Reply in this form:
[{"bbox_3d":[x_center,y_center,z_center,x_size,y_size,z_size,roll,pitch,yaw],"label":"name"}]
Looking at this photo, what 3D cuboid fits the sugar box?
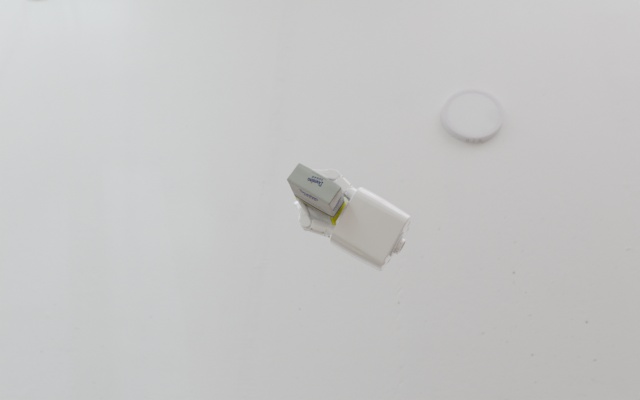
[{"bbox_3d":[0.001,0.003,0.892,0.093,0.048,0.176,30,-18,18],"label":"sugar box"}]
